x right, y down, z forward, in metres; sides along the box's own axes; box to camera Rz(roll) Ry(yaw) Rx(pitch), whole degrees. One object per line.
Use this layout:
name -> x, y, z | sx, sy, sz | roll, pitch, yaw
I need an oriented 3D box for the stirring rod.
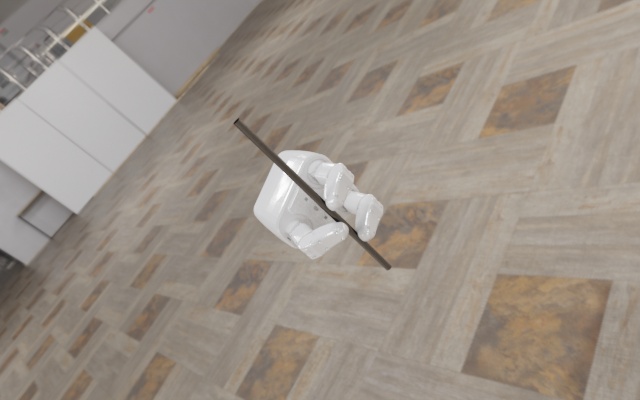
stirring rod -> 0.000, 0.002, 0.495 | 0.240, 0.011, 0.011 | 44, -23, -26
